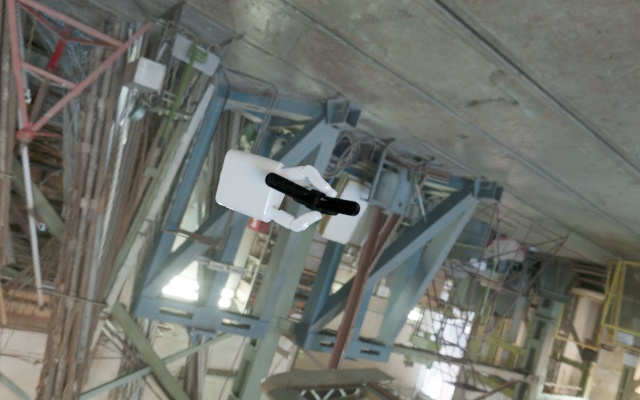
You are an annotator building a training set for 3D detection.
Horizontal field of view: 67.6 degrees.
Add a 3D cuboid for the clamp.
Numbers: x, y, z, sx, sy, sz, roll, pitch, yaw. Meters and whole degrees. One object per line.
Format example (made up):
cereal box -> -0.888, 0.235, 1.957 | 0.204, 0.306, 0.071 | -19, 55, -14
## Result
clamp -> 0.000, 0.004, 0.865 | 0.164, 0.036, 0.210 | 20, -5, 12
